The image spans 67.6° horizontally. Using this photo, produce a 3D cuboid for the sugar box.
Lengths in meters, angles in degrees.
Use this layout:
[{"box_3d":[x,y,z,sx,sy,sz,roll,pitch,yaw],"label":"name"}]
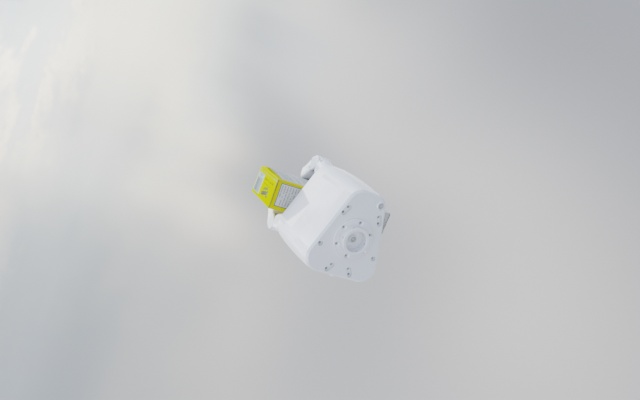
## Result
[{"box_3d":[0.000,0.003,0.673,0.176,0.048,0.093,19,9,-25],"label":"sugar box"}]
